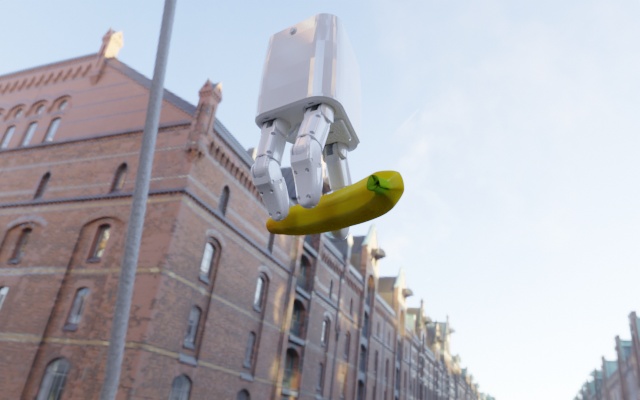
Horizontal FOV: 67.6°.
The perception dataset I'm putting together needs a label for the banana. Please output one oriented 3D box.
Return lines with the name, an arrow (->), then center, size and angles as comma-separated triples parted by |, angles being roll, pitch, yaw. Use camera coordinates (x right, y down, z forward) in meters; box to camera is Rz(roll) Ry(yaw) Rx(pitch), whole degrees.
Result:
banana -> 0.018, 0.003, 0.451 | 0.069, 0.037, 0.198 | 10, -19, -29
